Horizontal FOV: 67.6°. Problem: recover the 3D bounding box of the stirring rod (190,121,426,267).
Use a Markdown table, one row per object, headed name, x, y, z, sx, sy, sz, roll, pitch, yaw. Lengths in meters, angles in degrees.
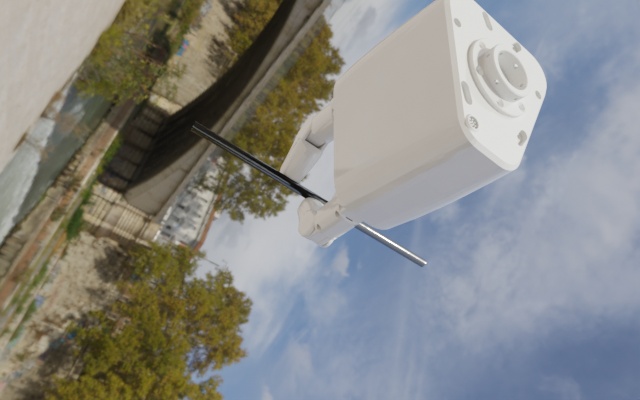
| name | x | y | z | sx | sy | sz | roll | pitch | yaw |
| --- | --- | --- | --- | --- | --- | --- | --- | --- | --- |
| stirring rod | 0.000 | 0.001 | 0.402 | 0.239 | 0.011 | 0.011 | 31 | -13 | -22 |
